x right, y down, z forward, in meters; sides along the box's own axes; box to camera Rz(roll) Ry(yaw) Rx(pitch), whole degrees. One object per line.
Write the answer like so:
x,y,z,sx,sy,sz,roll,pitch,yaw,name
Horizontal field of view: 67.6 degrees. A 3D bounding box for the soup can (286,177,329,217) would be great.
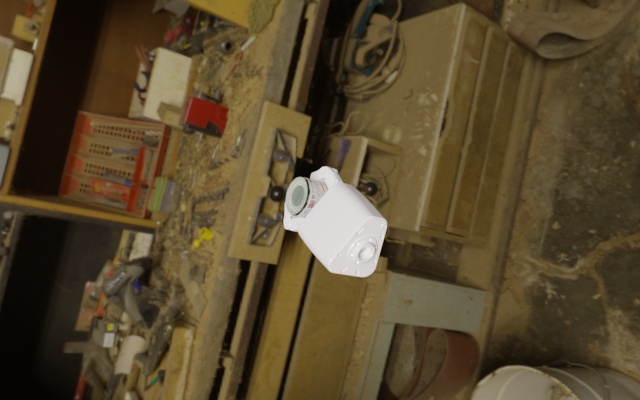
0.000,0.002,0.819,0.102,0.068,0.068,14,-8,-35,soup can
